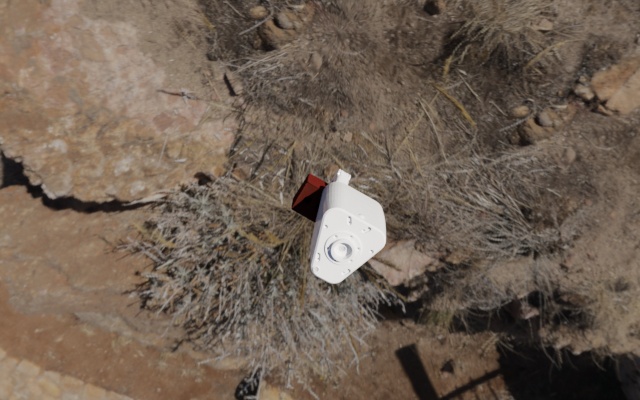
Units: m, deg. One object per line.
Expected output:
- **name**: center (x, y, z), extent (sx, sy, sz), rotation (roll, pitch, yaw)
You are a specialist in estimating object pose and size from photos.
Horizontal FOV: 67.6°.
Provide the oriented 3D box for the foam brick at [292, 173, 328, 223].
- **foam brick**: center (0.000, 0.002, 0.756), extent (0.078, 0.053, 0.051), rotation (29, 19, -7)
